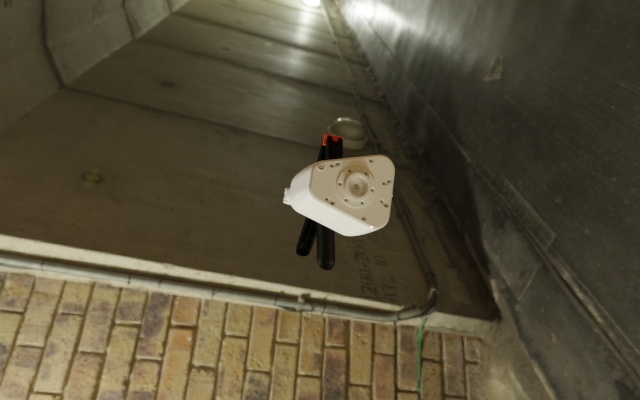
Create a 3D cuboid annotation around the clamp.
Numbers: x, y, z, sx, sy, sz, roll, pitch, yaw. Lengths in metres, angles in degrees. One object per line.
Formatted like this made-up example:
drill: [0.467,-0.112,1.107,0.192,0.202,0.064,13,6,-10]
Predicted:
clamp: [-0.001,0.002,0.756,0.036,0.210,0.164,10,-9,-16]
